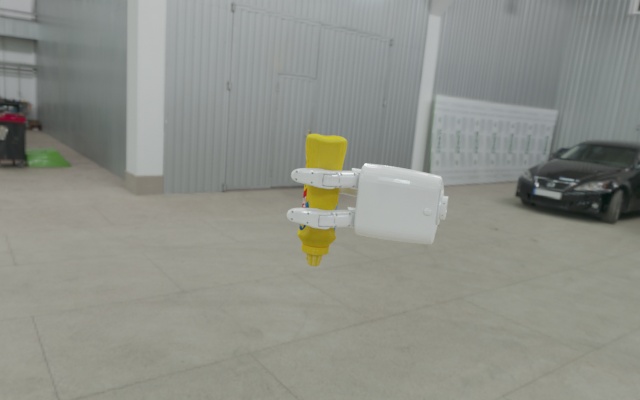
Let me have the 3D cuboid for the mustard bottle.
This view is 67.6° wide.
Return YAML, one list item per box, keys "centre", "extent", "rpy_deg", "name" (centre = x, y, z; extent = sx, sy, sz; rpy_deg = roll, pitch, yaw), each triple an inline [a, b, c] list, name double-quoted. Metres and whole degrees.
- centre: [0.000, 0.002, 0.693]
  extent: [0.058, 0.192, 0.096]
  rpy_deg: [4, 11, -7]
  name: "mustard bottle"
